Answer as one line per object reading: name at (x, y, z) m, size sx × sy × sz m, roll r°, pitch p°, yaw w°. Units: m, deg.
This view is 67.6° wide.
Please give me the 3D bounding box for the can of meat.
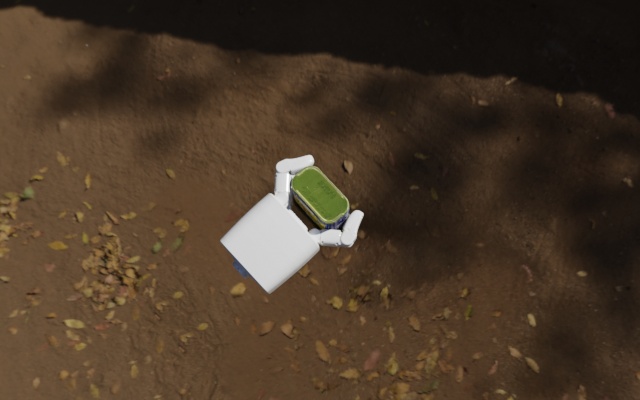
can of meat at (0.000, 0.002, 0.750) m, size 0.057 × 0.102 × 0.084 m, roll -41°, pitch -14°, yaw -10°
